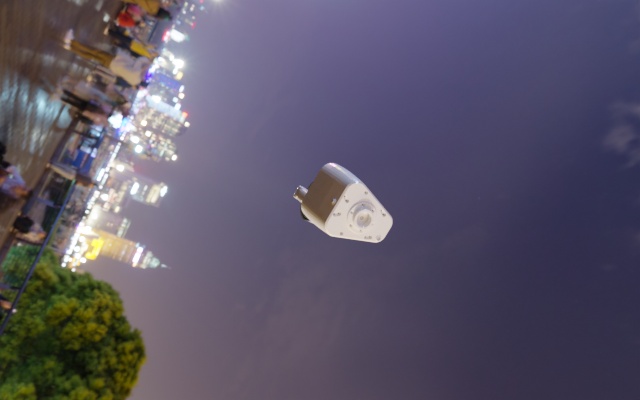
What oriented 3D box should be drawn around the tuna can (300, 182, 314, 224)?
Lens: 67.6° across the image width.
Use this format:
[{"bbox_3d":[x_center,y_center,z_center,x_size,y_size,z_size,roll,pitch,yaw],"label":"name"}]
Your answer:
[{"bbox_3d":[0.001,0.003,0.888,0.034,0.086,0.086,25,-13,-29],"label":"tuna can"}]
